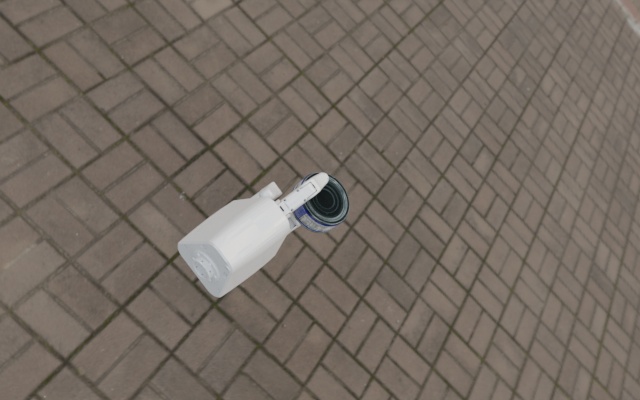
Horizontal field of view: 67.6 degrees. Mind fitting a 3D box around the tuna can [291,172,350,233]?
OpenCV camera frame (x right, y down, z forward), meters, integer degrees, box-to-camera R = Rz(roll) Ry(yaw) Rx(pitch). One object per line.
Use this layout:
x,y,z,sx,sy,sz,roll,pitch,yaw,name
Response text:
0.000,0.002,0.700,0.086,0.086,0.034,0,-22,-35,tuna can
